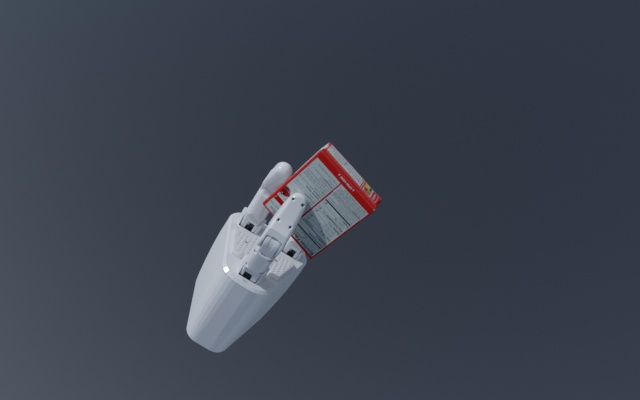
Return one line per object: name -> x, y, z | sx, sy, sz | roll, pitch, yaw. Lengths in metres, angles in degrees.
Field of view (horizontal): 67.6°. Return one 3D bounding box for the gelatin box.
gelatin box -> 0.000, 0.001, 0.450 | 0.089, 0.073, 0.030 | -40, 4, 29
